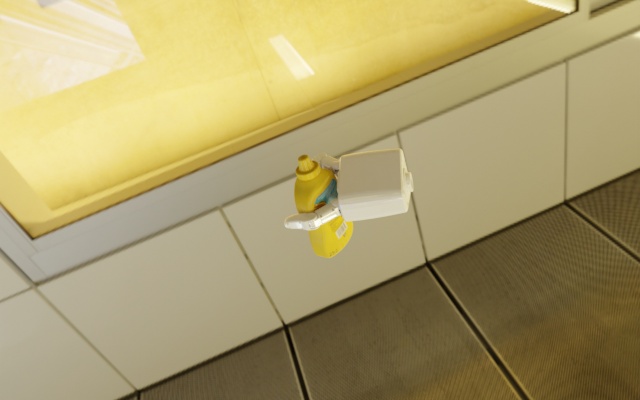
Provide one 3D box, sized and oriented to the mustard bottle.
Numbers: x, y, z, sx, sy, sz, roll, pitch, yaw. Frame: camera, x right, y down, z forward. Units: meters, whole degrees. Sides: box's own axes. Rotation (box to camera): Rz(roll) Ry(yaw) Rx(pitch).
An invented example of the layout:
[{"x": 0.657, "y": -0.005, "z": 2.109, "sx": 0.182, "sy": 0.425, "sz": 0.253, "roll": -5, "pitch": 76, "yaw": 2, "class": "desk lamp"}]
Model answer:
[{"x": 0.000, "y": 0.003, "z": 0.829, "sx": 0.058, "sy": 0.192, "sz": 0.096, "roll": 11, "pitch": 47, "yaw": 36, "class": "mustard bottle"}]
